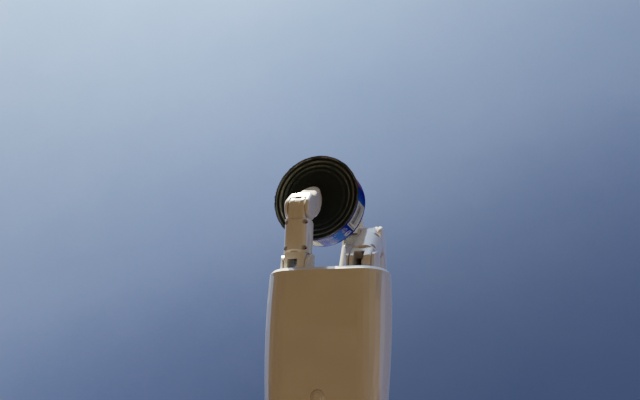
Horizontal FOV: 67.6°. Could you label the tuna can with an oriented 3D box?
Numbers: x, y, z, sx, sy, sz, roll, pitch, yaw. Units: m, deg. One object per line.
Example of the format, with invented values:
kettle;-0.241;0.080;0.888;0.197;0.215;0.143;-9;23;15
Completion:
tuna can;0.000;0.002;0.471;0.086;0.086;0.034;0;-19;21
